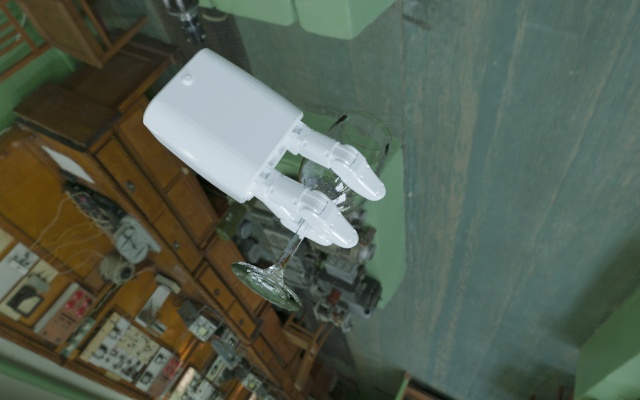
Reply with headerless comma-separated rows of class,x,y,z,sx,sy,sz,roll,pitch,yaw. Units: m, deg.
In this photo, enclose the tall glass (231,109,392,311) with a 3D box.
tall glass,0.000,0.002,0.464,0.079,0.201,0.079,26,-27,14
